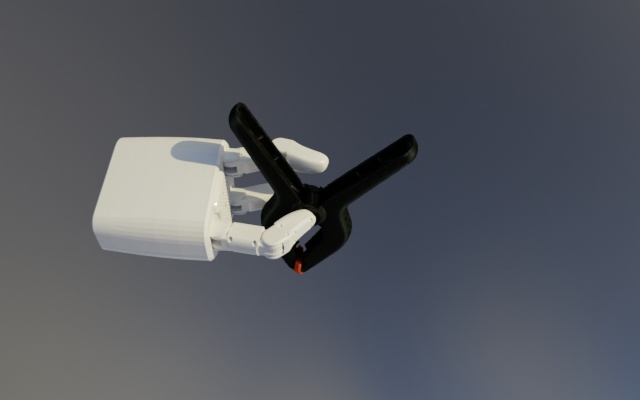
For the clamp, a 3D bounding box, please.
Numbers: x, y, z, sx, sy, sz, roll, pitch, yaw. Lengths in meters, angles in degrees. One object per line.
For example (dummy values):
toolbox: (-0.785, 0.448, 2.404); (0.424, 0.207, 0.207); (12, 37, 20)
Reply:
clamp: (0.000, 0.002, 0.471); (0.164, 0.210, 0.036); (6, 45, 3)
